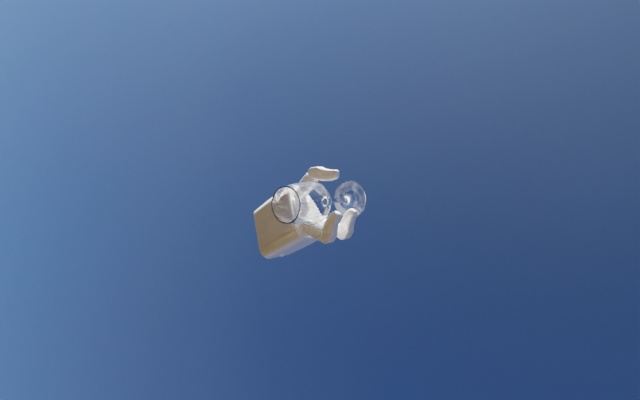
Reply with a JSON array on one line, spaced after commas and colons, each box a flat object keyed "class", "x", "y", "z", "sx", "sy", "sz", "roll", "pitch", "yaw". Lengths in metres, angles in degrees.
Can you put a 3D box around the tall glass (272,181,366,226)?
[{"class": "tall glass", "x": 0.001, "y": 0.003, "z": 0.860, "sx": 0.079, "sy": 0.079, "sz": 0.201, "roll": 0, "pitch": 2, "yaw": 35}]
